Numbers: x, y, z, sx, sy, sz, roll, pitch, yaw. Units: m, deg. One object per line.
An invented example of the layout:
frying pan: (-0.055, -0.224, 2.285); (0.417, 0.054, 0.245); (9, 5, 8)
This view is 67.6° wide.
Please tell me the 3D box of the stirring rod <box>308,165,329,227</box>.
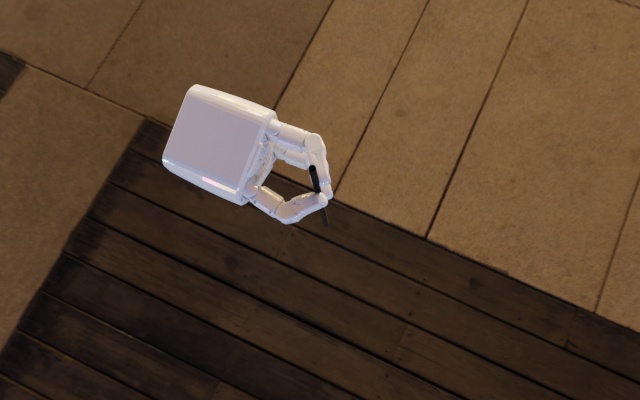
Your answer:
stirring rod: (0.000, 0.002, 0.593); (0.011, 0.011, 0.240); (0, -16, 4)
